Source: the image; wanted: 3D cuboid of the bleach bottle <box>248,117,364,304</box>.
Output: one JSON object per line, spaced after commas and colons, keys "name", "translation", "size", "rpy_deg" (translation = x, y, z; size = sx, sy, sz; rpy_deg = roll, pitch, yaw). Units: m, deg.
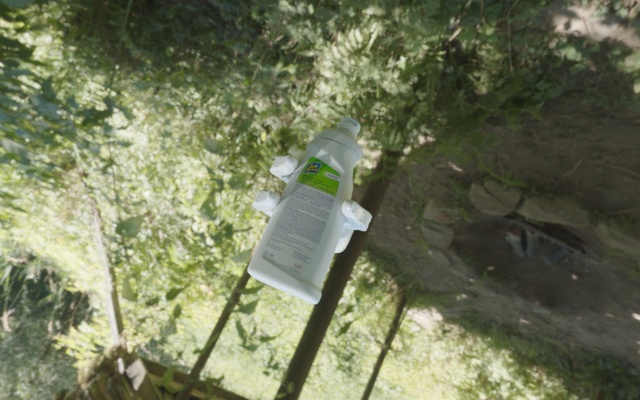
{"name": "bleach bottle", "translation": [0.000, 0.002, 0.639], "size": [0.102, 0.250, 0.068], "rpy_deg": [23, -16, 9]}
